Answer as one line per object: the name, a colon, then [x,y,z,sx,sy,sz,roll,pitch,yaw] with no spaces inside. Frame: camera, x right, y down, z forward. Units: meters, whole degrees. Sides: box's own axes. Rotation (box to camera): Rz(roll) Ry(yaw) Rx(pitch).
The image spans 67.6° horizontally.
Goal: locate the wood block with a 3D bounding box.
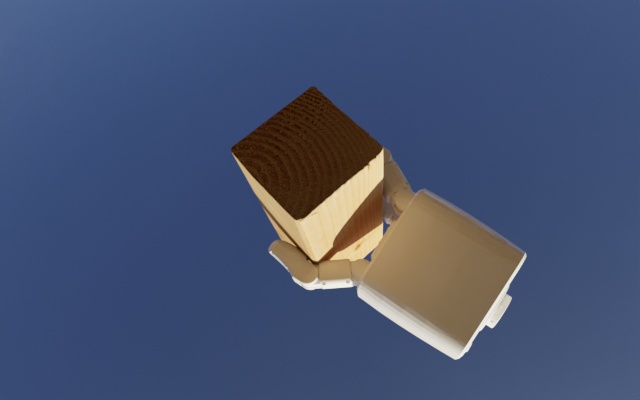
wood block: [0.000,0.002,0.464,0.091,0.090,0.206,-40,-23,-11]
